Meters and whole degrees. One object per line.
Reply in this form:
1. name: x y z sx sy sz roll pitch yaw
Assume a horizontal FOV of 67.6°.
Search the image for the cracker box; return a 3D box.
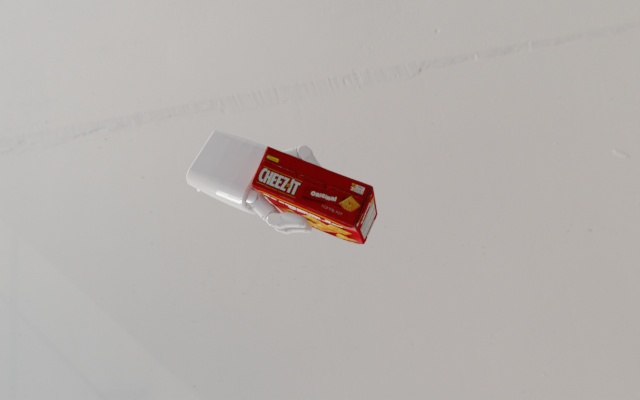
1. cracker box: 0.000 0.002 0.755 0.164 0.072 0.214 21 -7 12
